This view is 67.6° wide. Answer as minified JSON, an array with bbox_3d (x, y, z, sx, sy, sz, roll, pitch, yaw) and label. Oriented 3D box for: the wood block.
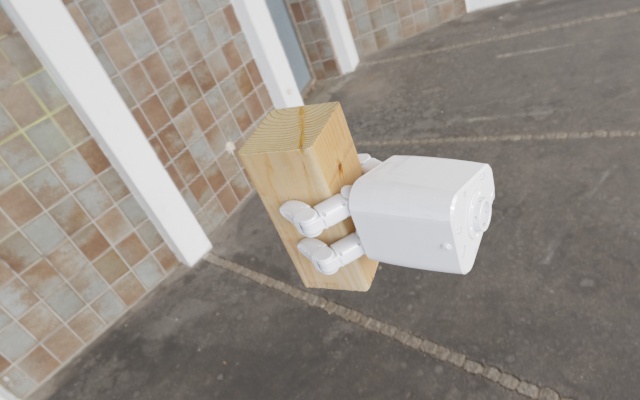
[{"bbox_3d":[0.001,0.002,0.554,0.090,0.206,0.090,-1,39,28],"label":"wood block"}]
